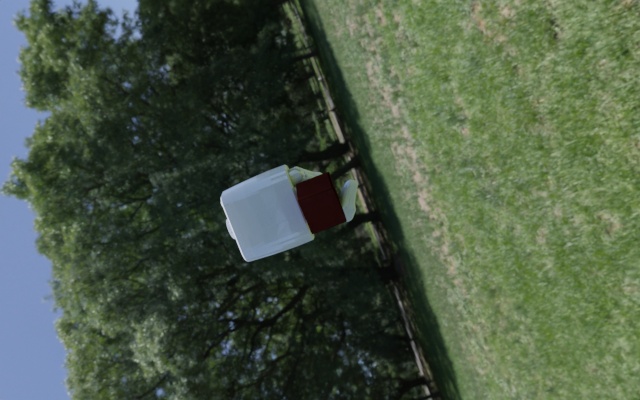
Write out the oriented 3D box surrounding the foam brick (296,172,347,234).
[{"bbox_3d":[0.000,0.002,0.653,0.051,0.053,0.078,-21,19,2],"label":"foam brick"}]
